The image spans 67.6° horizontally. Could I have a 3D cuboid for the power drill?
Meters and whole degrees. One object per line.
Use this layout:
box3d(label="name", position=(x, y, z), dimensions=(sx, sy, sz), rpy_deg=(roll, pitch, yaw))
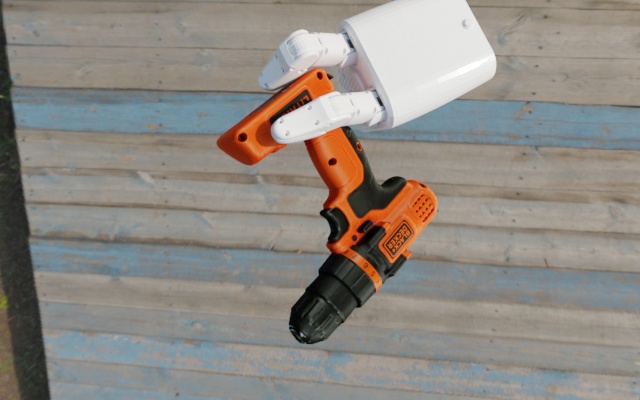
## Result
box3d(label="power drill", position=(0.000, 0.001, 0.406), dimensions=(0.184, 0.188, 0.057), rpy_deg=(-46, 21, -24))
